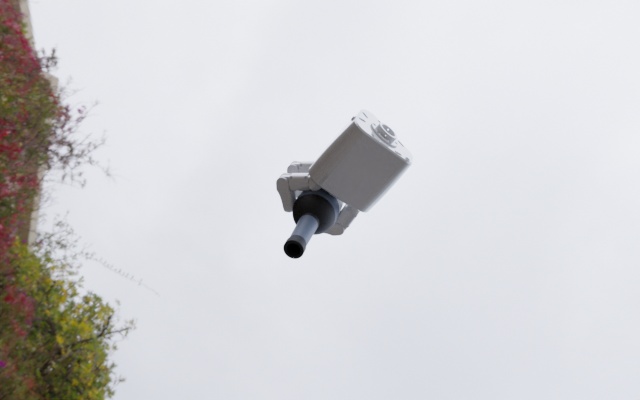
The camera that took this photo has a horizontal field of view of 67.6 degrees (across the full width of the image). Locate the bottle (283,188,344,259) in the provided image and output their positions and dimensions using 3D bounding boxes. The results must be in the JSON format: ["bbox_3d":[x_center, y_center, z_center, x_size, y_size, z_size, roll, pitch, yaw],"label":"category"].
[{"bbox_3d":[0.000,0.002,0.732,0.069,0.069,0.295,0,24,15],"label":"bottle"}]
